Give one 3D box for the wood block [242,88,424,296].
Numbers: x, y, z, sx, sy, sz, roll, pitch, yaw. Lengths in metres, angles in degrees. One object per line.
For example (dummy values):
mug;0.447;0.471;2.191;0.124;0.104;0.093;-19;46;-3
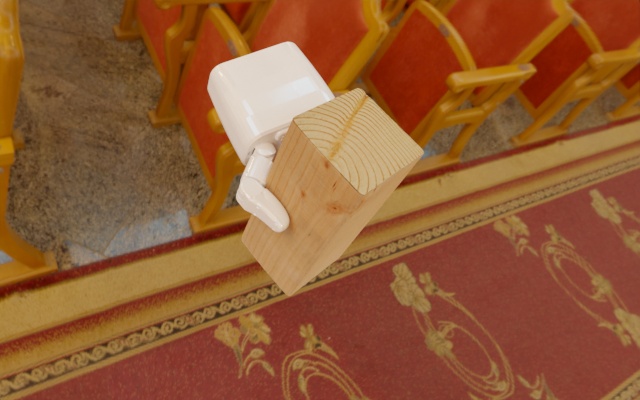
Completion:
wood block;0.000;0.001;0.483;0.090;0.090;0.206;-32;-16;-36
